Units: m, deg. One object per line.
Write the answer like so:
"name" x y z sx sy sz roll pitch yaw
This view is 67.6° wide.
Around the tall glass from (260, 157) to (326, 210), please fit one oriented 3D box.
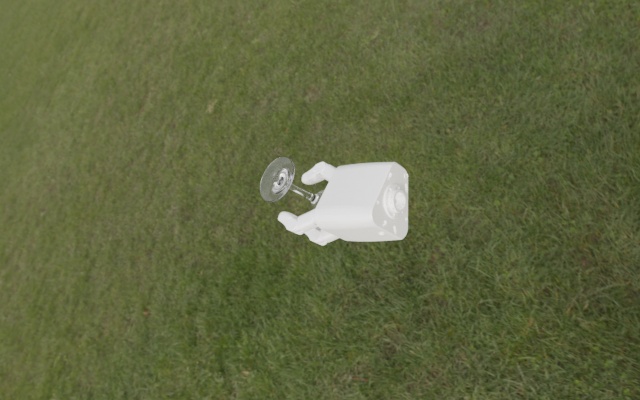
"tall glass" 0.000 0.002 0.785 0.079 0.079 0.201 0 -21 45
